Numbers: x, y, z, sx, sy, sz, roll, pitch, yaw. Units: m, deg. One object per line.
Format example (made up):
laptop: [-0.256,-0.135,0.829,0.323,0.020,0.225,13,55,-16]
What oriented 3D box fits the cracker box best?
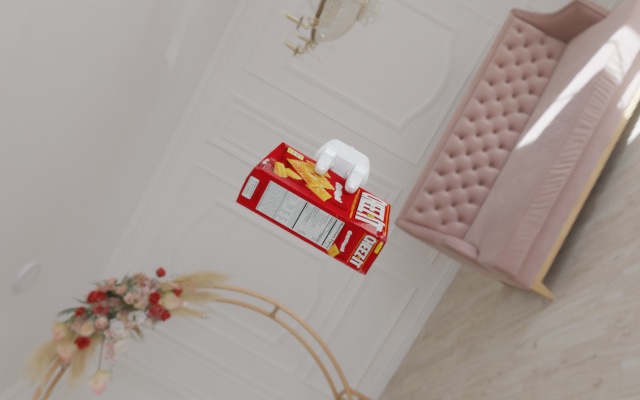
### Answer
cracker box: [0.000,0.002,0.733,0.213,0.072,0.164,29,21,0]
